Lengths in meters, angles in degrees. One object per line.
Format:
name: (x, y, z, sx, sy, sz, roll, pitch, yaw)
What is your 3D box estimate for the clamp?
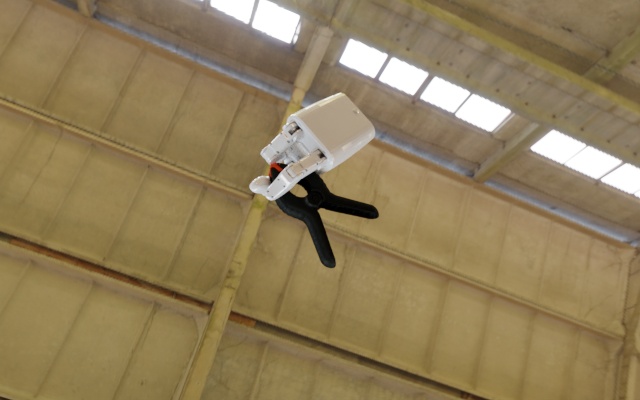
clamp: (0.000, 0.002, 0.691, 0.120, 0.171, 0.039, -34, -11, -33)
